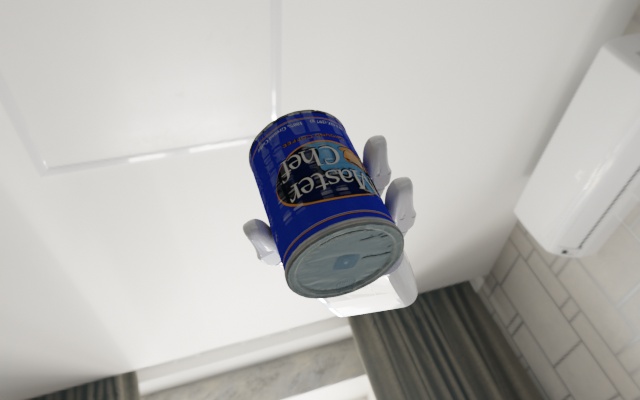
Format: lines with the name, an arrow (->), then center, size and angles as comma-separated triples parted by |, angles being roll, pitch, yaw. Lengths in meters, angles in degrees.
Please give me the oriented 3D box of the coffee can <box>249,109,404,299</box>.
coffee can -> 0.000, 0.001, 0.431 | 0.103, 0.140, 0.103 | -14, -39, -11
